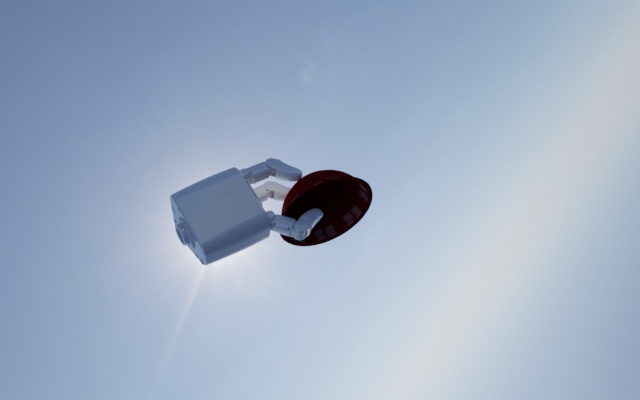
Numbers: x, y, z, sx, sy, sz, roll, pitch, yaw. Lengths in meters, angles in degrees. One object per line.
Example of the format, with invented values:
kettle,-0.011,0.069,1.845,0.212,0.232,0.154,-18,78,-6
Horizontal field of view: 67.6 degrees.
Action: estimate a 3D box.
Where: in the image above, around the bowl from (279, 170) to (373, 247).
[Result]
bowl,0.001,0.002,0.765,0.162,0.055,0.162,-18,-36,-14
